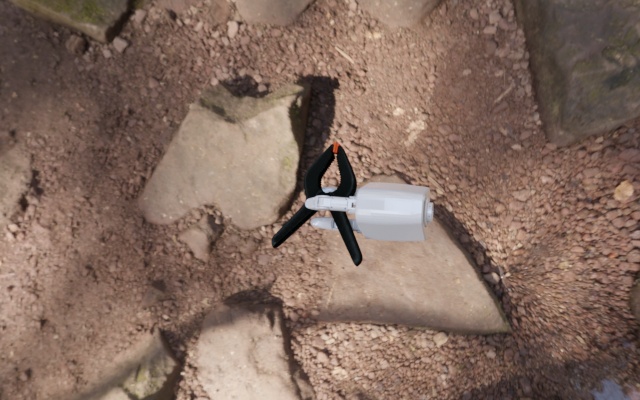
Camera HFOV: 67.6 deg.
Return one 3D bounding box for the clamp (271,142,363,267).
[{"bbox_3d":[0.000,0.002,0.832,0.164,0.210,0.036,4,-7,15],"label":"clamp"}]
